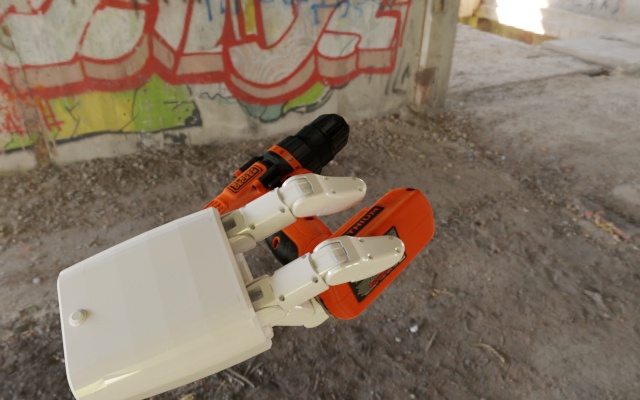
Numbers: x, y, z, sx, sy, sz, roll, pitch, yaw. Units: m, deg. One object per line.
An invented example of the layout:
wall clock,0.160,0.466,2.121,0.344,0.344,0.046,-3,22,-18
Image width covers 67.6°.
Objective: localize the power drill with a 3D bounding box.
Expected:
power drill,0.000,0.002,0.402,0.184,0.057,0.187,-44,39,-17
